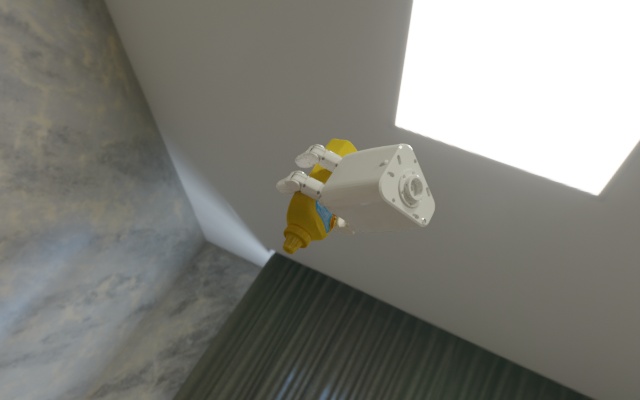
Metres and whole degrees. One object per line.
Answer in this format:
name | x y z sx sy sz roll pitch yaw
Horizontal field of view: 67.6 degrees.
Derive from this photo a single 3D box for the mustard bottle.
mustard bottle | 0.000 0.002 0.723 0.058 0.191 0.096 14 -35 30
